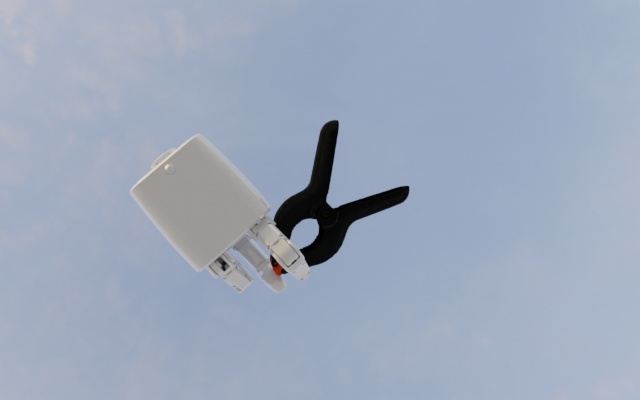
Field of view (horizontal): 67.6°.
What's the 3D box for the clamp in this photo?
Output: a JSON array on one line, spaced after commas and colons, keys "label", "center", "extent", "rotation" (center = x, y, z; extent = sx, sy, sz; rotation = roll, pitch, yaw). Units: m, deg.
[{"label": "clamp", "center": [0.000, 0.002, 0.512], "extent": [0.171, 0.120, 0.039], "rotation": [-41, 4, -7]}]
